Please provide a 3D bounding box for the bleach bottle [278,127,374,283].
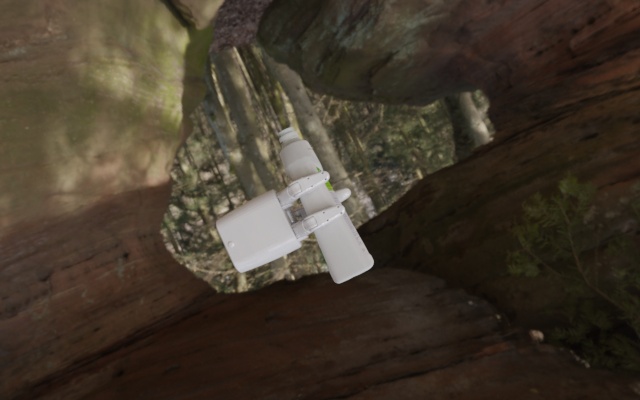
[{"bbox_3d":[0.000,0.002,0.756,0.068,0.251,0.102,-26,-6,5],"label":"bleach bottle"}]
